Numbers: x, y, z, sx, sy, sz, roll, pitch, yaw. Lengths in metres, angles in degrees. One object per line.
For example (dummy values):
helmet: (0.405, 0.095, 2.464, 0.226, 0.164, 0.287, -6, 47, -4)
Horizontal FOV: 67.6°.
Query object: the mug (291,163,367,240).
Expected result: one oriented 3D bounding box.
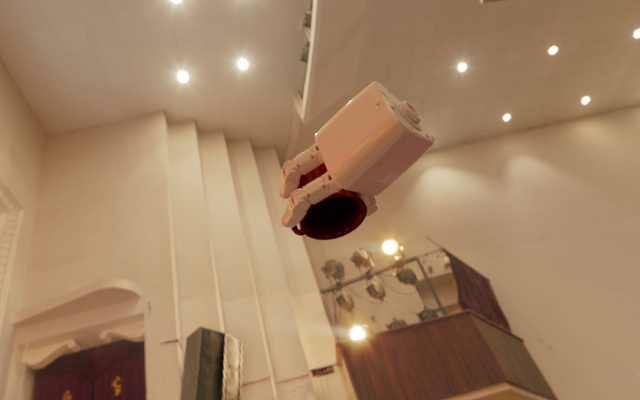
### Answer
mug: (-0.001, 0.003, 0.669, 0.117, 0.081, 0.093, -41, -45, 24)
